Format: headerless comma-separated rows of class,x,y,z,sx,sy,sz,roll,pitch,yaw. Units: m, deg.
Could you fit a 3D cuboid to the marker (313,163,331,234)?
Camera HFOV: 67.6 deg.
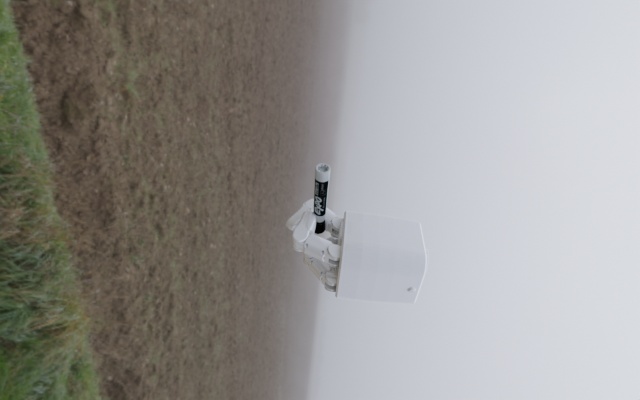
marker,0.000,0.002,0.620,0.020,0.020,0.121,0,-43,-4
